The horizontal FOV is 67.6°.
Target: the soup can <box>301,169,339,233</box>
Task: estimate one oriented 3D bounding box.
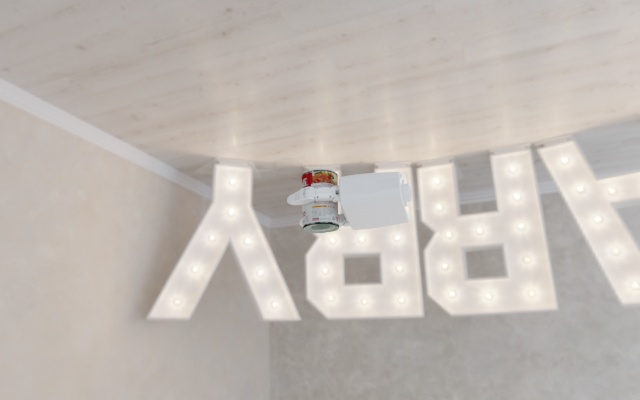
[{"bbox_3d":[0.000,0.003,0.869,0.068,0.102,0.068,-2,-18,-1],"label":"soup can"}]
